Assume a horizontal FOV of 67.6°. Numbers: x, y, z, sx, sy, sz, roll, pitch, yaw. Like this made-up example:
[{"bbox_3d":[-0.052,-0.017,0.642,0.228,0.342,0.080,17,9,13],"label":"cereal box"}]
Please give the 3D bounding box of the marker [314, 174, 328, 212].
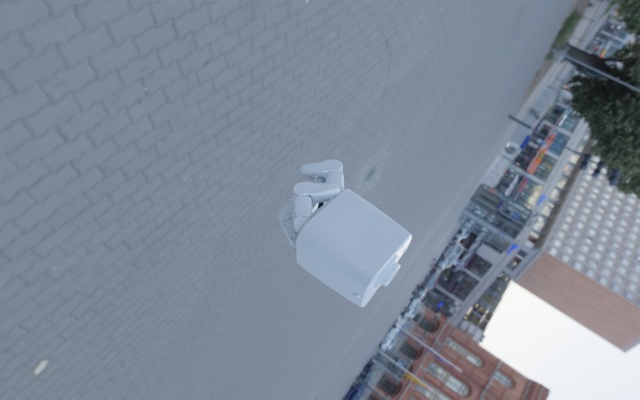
[{"bbox_3d":[0.000,0.002,0.681,0.020,0.020,0.121,0,-30,0],"label":"marker"}]
